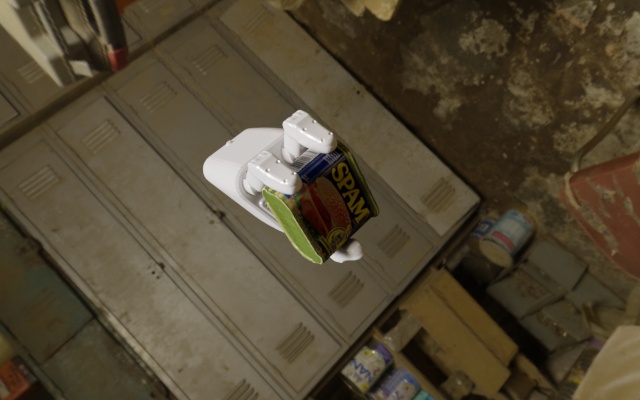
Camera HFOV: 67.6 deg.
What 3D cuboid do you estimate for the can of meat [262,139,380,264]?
[{"bbox_3d":[0.000,0.002,0.480,0.084,0.102,0.057,-42,33,-20],"label":"can of meat"}]
